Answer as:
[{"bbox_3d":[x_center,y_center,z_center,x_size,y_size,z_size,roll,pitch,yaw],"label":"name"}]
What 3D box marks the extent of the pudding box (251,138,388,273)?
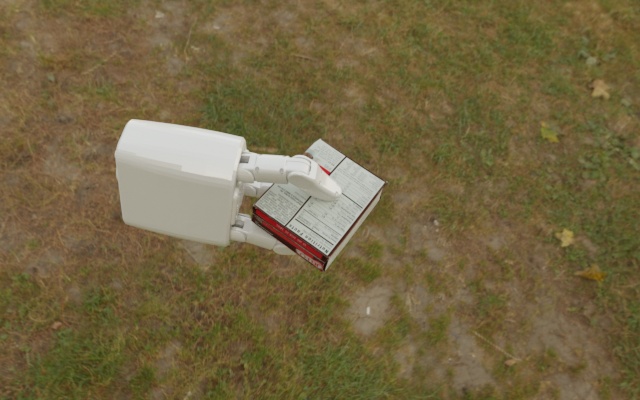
[{"bbox_3d":[0.000,0.001,0.477,0.090,0.113,0.039,35,-28,10],"label":"pudding box"}]
